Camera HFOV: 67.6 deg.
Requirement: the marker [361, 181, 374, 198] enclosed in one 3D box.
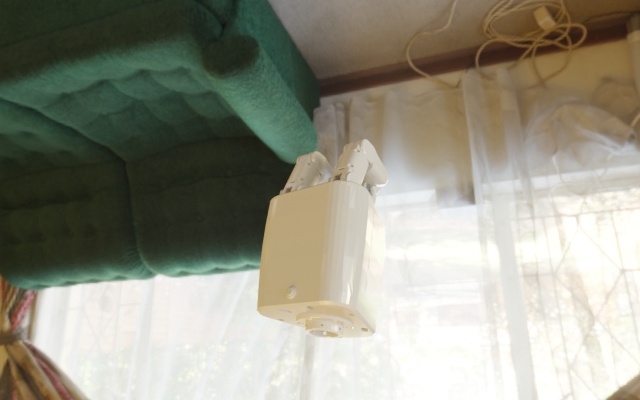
[{"bbox_3d":[0.000,0.002,0.502,0.121,0.020,0.020,-14,-8,34],"label":"marker"}]
